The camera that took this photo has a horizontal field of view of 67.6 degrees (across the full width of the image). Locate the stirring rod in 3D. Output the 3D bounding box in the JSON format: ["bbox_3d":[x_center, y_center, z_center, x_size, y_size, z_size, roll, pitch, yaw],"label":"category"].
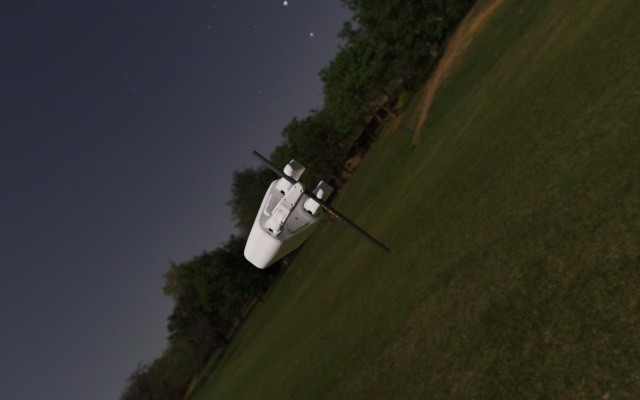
[{"bbox_3d":[0.000,0.002,0.681,0.239,0.011,0.011,36,1,2],"label":"stirring rod"}]
